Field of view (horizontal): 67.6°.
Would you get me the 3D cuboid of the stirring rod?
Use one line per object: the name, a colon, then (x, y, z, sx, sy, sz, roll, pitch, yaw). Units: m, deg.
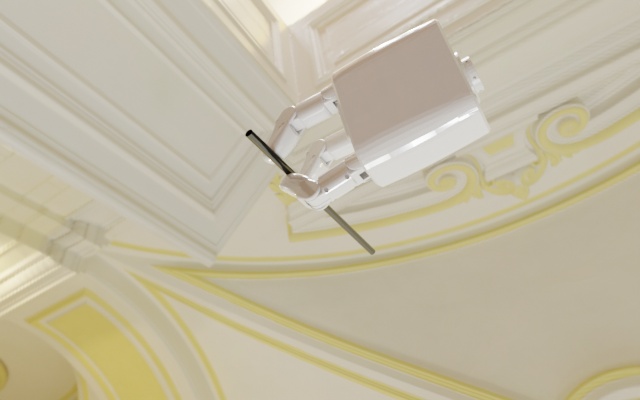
stirring rod: (0.000, 0.002, 0.505, 0.011, 0.011, 0.240, 0, -31, 38)
